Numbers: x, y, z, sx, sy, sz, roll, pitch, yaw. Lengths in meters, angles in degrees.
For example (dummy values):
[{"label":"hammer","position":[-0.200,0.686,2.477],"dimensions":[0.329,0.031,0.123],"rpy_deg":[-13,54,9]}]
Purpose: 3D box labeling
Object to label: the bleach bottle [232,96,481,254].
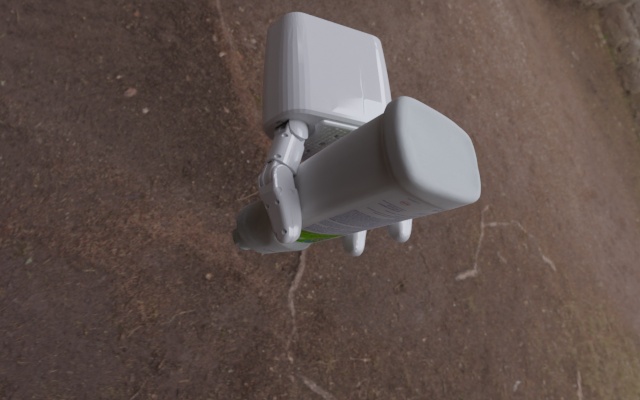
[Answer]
[{"label":"bleach bottle","position":[0.000,0.001,0.411],"dimensions":[0.102,0.068,0.251],"rpy_deg":[16,-27,-42]}]
